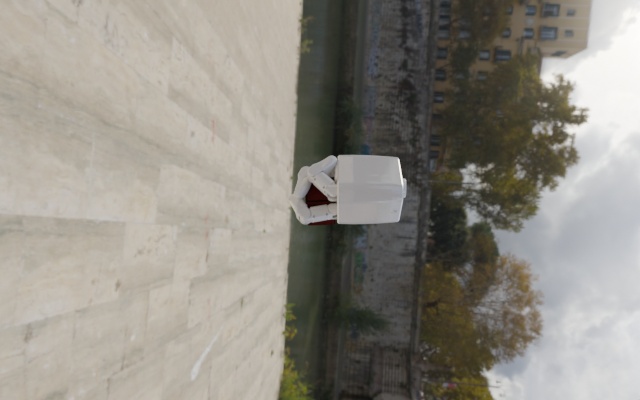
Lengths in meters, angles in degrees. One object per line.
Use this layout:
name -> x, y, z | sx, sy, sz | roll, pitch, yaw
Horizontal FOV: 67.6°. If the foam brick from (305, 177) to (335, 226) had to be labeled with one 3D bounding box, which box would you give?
foam brick -> 0.000, 0.003, 0.853 | 0.051, 0.053, 0.078 | -3, -35, 0
